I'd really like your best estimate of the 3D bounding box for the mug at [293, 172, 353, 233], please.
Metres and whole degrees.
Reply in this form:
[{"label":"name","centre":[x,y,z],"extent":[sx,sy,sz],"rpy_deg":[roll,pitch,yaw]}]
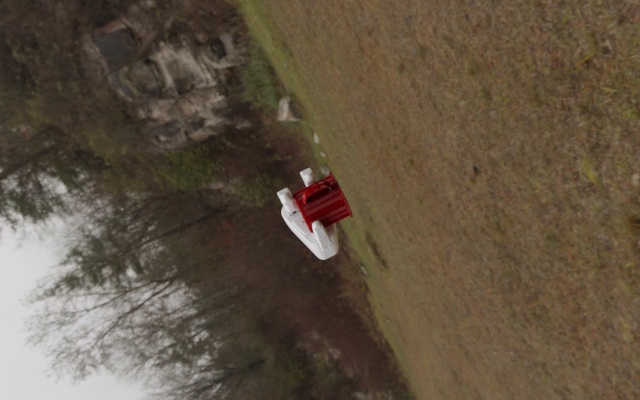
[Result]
[{"label":"mug","centre":[0.000,0.002,0.854],"extent":[0.081,0.093,0.117],"rpy_deg":[-26,-24,-3]}]
